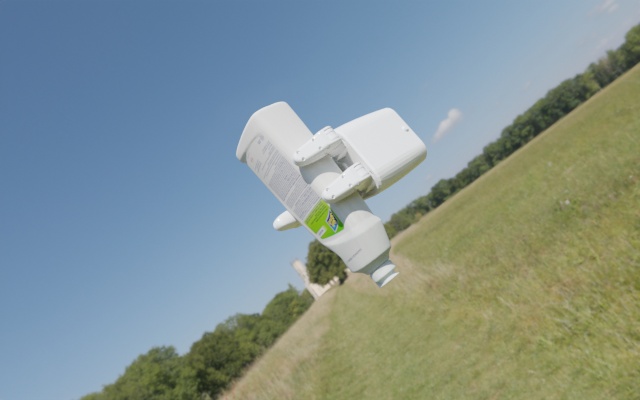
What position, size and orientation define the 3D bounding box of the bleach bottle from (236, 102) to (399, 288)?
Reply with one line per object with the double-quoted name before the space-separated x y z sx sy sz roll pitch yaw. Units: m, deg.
"bleach bottle" 0.000 0.002 0.585 0.068 0.251 0.103 -31 -14 -35
